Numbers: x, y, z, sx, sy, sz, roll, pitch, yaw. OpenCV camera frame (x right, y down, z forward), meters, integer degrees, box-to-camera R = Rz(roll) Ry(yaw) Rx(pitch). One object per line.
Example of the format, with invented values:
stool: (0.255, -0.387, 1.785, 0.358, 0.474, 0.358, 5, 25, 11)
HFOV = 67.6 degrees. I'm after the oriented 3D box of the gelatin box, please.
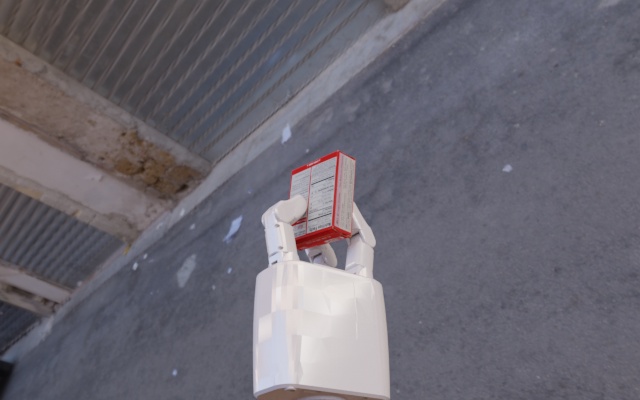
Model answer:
gelatin box: (0.000, 0.001, 0.494, 0.030, 0.089, 0.073, 24, -31, -38)
